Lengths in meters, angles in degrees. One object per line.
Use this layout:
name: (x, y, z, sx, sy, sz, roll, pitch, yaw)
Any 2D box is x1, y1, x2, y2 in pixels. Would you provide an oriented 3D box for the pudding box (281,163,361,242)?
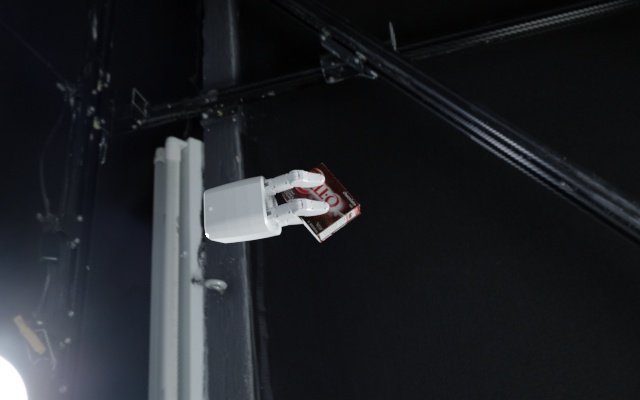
pudding box: (0.000, 0.003, 0.815, 0.090, 0.113, 0.039, -36, -26, -9)
